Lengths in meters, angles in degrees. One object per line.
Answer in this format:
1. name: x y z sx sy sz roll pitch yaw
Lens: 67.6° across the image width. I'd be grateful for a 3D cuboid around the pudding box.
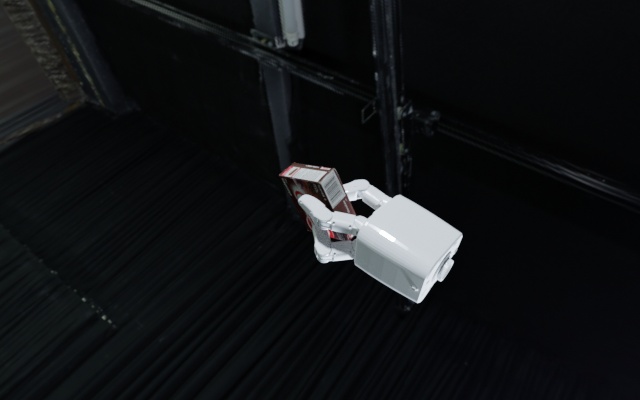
1. pudding box: 0.000 0.002 0.696 0.090 0.113 0.039 11 45 45
